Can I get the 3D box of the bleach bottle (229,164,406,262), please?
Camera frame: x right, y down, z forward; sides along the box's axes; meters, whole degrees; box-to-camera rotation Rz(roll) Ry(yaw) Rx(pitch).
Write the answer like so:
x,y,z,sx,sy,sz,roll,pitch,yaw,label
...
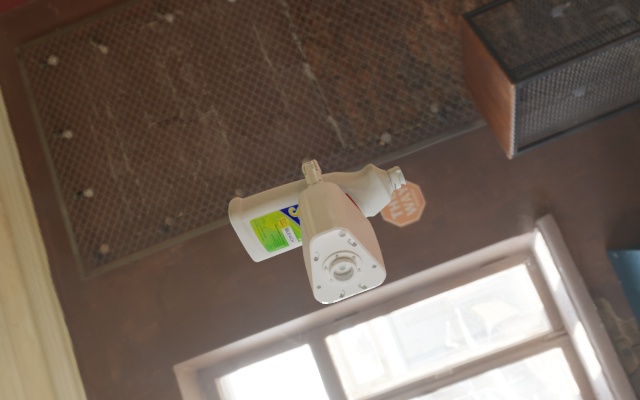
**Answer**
x,y,z,sx,sy,sz,roll,pitch,yaw,label
0.000,0.002,0.704,0.251,0.103,0.068,-22,31,5,bleach bottle
